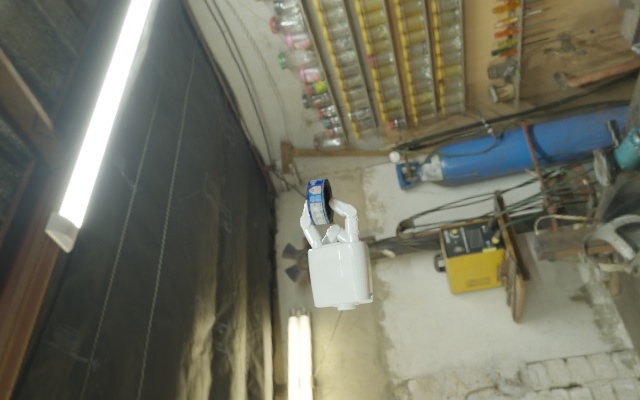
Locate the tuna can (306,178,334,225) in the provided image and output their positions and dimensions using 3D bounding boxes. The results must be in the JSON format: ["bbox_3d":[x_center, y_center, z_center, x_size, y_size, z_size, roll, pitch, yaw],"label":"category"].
[{"bbox_3d":[0.000,0.003,0.894,0.034,0.086,0.086,-6,-1,12],"label":"tuna can"}]
